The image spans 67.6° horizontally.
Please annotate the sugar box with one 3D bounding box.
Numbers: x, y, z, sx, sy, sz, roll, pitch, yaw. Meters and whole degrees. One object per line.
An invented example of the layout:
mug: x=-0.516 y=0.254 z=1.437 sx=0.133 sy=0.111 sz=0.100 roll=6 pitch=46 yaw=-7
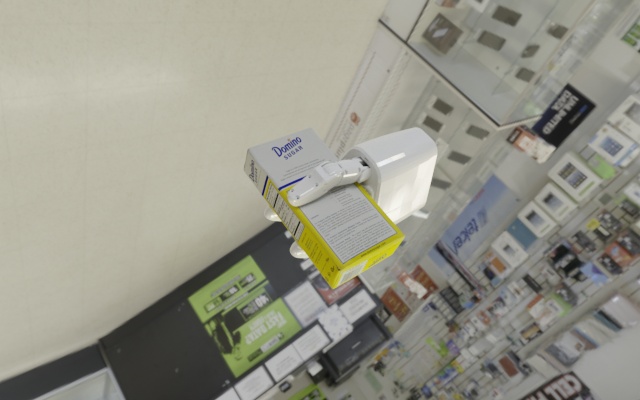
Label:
sugar box: x=0.000 y=0.002 z=0.531 sx=0.093 sy=0.176 sz=0.048 roll=-24 pitch=-29 yaw=-32
